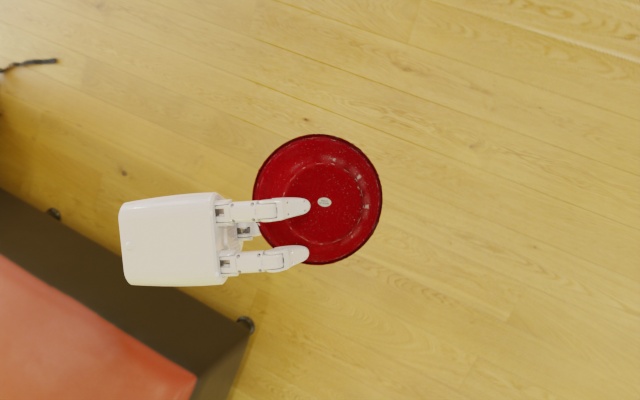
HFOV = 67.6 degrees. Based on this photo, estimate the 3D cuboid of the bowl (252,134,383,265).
[{"bbox_3d":[0.001,0.001,0.558,0.162,0.162,0.055,0,5,-7],"label":"bowl"}]
